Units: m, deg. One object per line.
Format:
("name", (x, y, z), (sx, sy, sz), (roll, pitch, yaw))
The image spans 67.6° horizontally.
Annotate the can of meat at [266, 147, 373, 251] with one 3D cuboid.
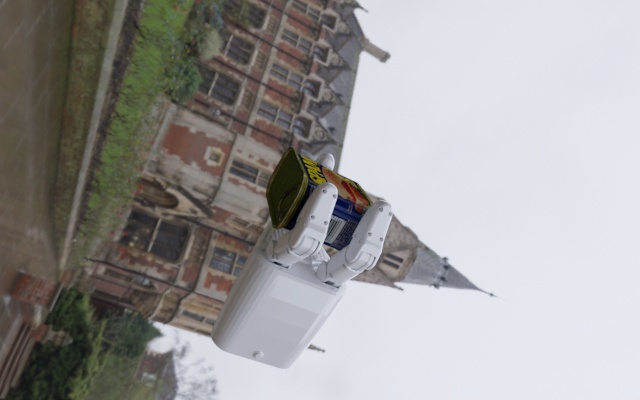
("can of meat", (0.000, 0.002, 0.458), (0.084, 0.057, 0.102), (25, 17, -21))
